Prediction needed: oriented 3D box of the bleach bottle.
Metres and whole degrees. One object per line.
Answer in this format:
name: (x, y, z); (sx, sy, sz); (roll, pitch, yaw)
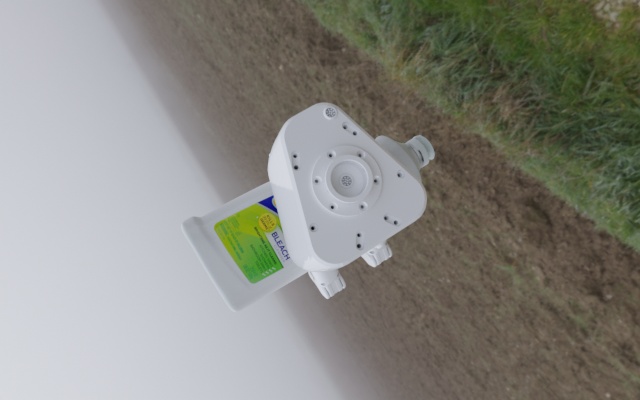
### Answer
bleach bottle: (0.000, 0.002, 0.471); (0.251, 0.102, 0.068); (-32, -1, -11)
